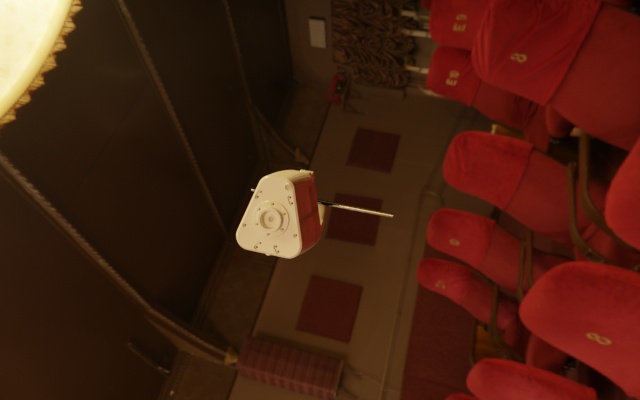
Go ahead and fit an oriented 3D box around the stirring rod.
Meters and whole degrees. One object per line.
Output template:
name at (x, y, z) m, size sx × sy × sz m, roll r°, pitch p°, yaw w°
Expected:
stirring rod at (0.000, 0.003, 0.788) m, size 0.239 × 0.011 × 0.011 m, roll 11°, pitch 2°, yaw 11°
